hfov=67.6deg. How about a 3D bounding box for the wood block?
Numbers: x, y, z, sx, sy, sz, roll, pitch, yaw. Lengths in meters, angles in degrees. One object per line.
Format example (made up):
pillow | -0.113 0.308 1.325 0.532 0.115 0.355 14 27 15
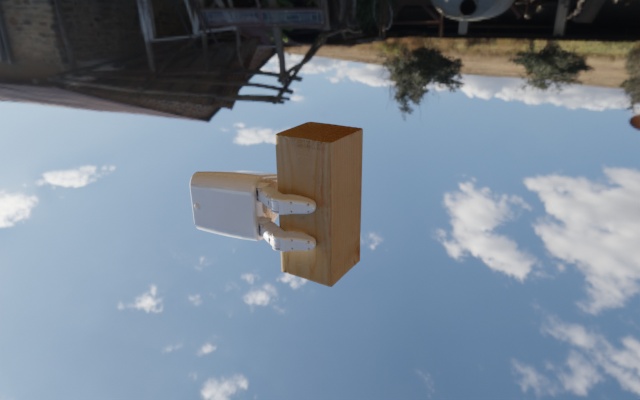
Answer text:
wood block | 0.000 0.002 0.676 0.090 0.206 0.090 12 26 28
